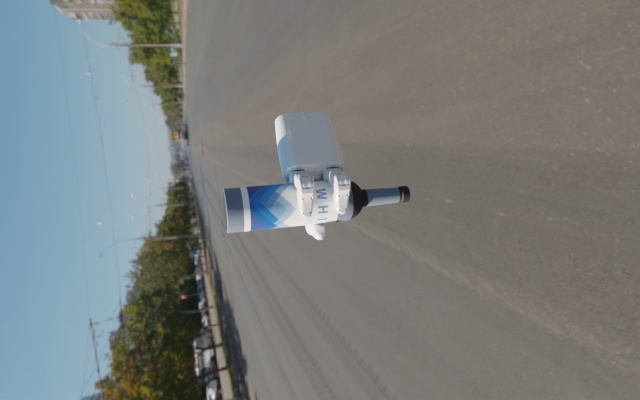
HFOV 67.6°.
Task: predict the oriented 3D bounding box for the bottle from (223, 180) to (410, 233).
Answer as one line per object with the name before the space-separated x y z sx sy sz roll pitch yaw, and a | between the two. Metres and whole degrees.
bottle | 0.000 0.003 0.746 0.296 0.069 0.069 -5 1 -15
